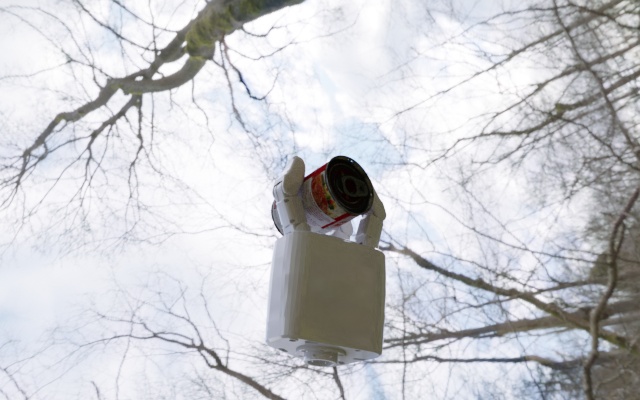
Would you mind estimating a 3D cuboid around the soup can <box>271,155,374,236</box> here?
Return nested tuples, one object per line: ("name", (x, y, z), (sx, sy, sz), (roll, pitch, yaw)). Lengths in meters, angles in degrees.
("soup can", (0.000, 0.001, 0.533), (0.068, 0.068, 0.102), (0, -22, -43))
